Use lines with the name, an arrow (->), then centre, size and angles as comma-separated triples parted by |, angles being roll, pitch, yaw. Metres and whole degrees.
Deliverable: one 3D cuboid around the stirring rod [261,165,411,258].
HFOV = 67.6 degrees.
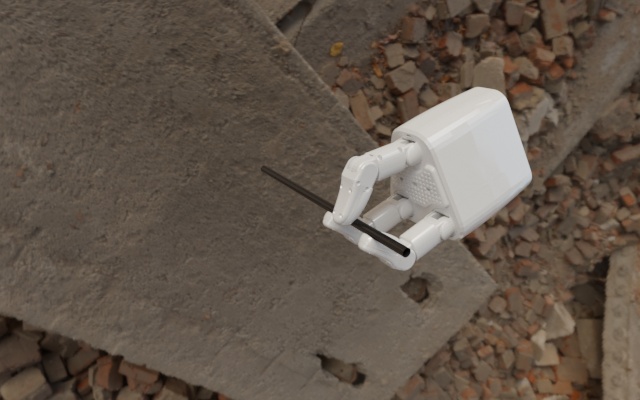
stirring rod -> 0.000, 0.001, 0.453 | 0.011, 0.011, 0.239 | 0, 18, -35
